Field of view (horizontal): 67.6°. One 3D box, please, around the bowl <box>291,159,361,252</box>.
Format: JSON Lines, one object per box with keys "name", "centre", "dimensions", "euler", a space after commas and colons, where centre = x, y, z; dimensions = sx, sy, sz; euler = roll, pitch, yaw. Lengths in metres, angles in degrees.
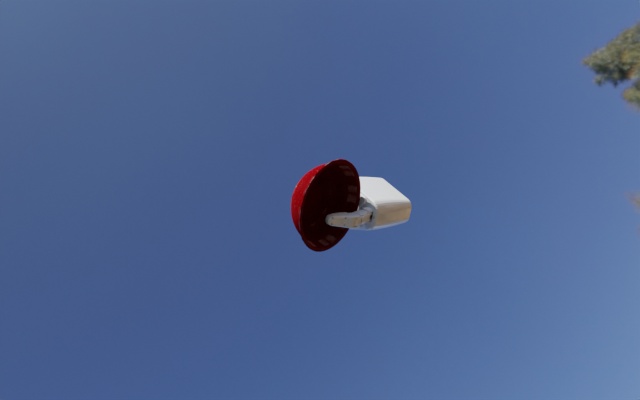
{"name": "bowl", "centre": [-0.001, 0.002, 0.812], "dimensions": [0.055, 0.162, 0.162], "euler": [20, 12, 35]}
